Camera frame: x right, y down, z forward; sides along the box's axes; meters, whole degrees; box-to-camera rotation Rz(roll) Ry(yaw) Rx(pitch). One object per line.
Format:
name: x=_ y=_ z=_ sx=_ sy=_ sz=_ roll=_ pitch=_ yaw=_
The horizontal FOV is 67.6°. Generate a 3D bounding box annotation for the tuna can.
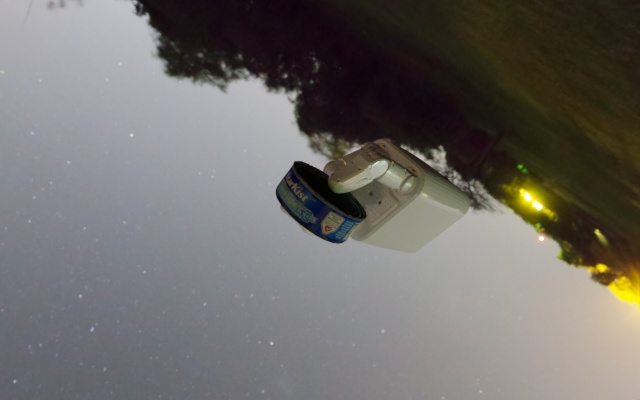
tuna can: x=0.000 y=0.002 z=0.454 sx=0.086 sy=0.034 sz=0.086 roll=35 pitch=16 yaw=-11
